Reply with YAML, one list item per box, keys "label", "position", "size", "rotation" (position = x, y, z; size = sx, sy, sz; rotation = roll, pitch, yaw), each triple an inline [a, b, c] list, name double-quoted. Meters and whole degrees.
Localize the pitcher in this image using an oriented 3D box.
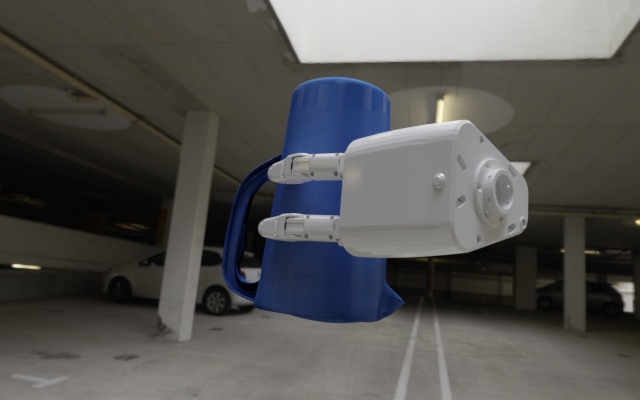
- label: "pitcher"
  position: [0.000, 0.002, 0.502]
  size: [0.149, 0.242, 0.145]
  rotation: [13, -12, -37]
